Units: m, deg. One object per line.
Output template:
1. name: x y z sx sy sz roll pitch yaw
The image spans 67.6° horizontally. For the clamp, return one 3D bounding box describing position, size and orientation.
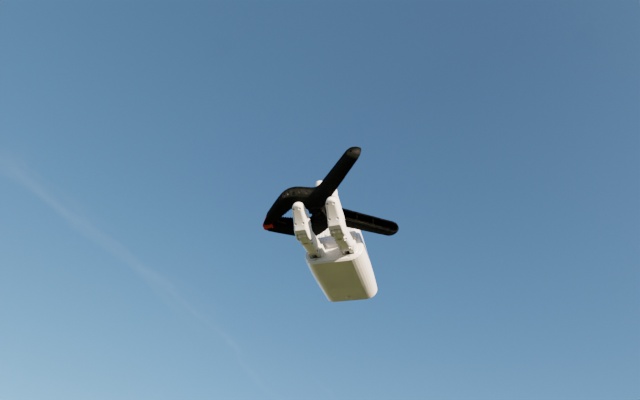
1. clamp: 0.000 0.002 0.736 0.210 0.165 0.036 -9 35 19
